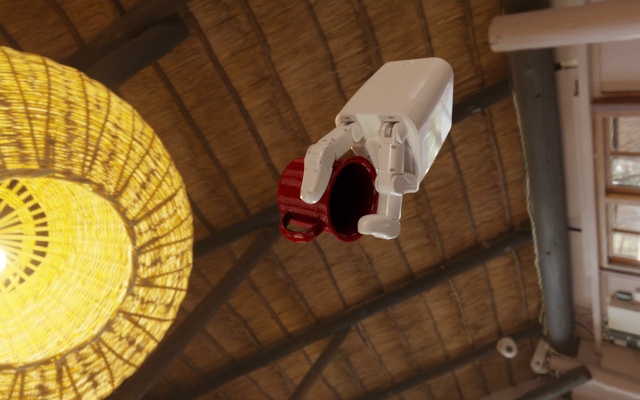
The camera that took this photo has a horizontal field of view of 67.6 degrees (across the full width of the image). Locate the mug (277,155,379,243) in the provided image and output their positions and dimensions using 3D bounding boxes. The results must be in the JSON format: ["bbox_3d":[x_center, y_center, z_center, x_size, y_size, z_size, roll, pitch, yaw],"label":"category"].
[{"bbox_3d":[-0.001,0.003,0.528,0.081,0.093,0.117,10,51,40],"label":"mug"}]
